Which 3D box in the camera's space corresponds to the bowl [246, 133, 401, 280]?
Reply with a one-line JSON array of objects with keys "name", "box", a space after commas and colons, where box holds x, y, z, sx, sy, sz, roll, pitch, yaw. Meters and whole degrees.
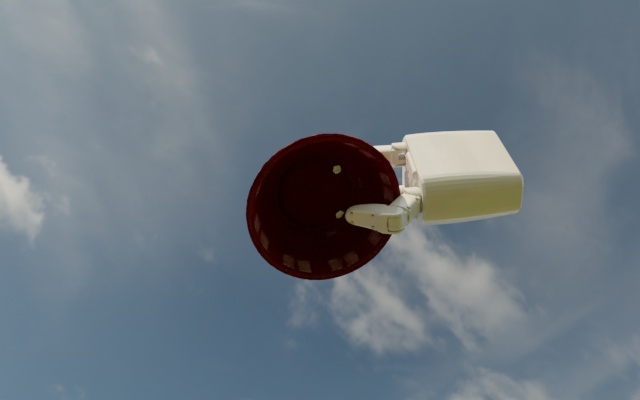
[{"name": "bowl", "box": [-0.001, 0.001, 0.507, 0.162, 0.162, 0.055, 0, 22, -14]}]
